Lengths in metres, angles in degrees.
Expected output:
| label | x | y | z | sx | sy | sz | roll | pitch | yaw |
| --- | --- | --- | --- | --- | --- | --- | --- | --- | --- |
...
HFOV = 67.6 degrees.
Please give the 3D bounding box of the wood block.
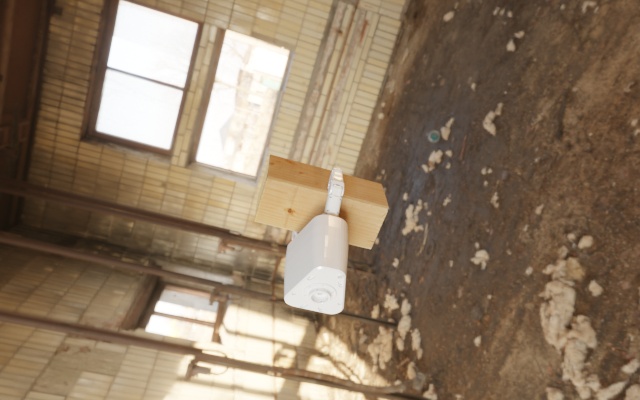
| label | x | y | z | sx | sy | sz | roll | pitch | yaw |
| --- | --- | --- | --- | --- | --- | --- | --- | --- | --- |
| wood block | 0.000 | 0.003 | 0.819 | 0.206 | 0.091 | 0.090 | 14 | 28 | -10 |
